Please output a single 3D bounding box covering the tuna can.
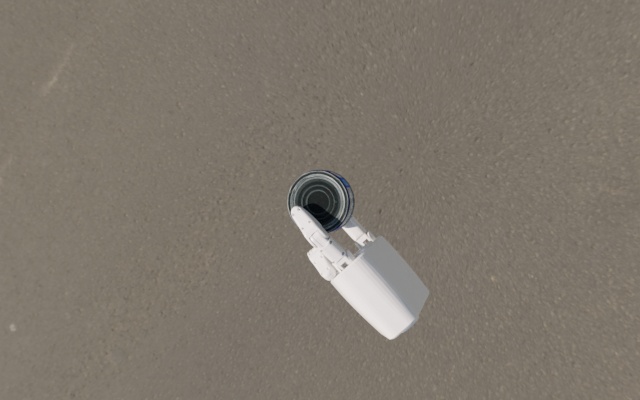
[{"bbox_3d":[0.000,0.002,0.632,0.086,0.086,0.034,0,1,15],"label":"tuna can"}]
